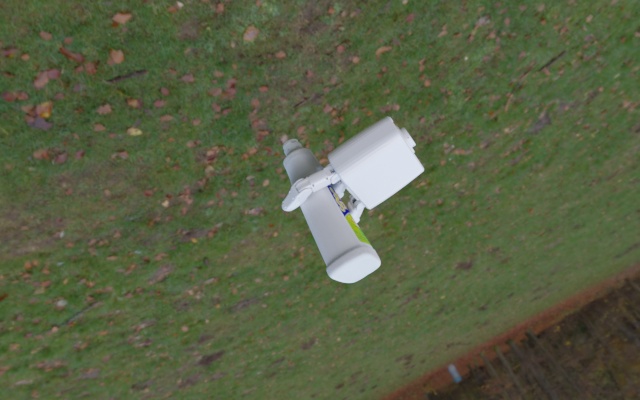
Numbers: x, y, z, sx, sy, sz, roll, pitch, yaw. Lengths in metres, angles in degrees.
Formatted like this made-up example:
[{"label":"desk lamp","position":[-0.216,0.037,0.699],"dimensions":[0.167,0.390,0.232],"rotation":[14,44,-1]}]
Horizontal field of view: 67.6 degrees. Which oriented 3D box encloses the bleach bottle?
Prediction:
[{"label":"bleach bottle","position":[0.000,0.003,0.739],"dimensions":[0.068,0.250,0.102],"rotation":[-34,-26,11]}]
